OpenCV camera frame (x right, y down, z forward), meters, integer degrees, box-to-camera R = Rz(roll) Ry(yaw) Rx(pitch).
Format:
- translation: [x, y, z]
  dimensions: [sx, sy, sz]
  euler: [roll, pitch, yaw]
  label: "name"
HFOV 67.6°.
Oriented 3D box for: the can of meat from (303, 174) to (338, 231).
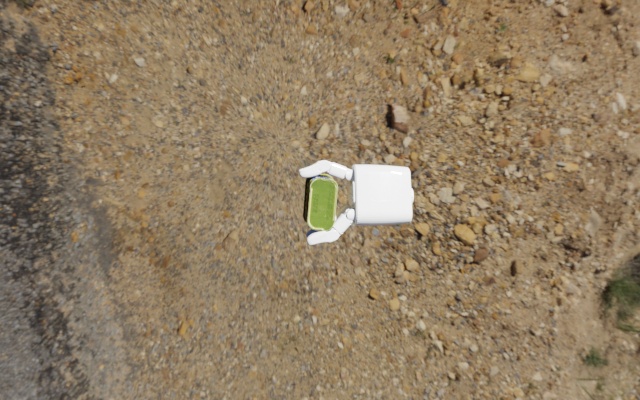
- translation: [0.000, 0.003, 0.899]
  dimensions: [0.057, 0.102, 0.084]
  euler: [4, 7, -6]
  label: "can of meat"
